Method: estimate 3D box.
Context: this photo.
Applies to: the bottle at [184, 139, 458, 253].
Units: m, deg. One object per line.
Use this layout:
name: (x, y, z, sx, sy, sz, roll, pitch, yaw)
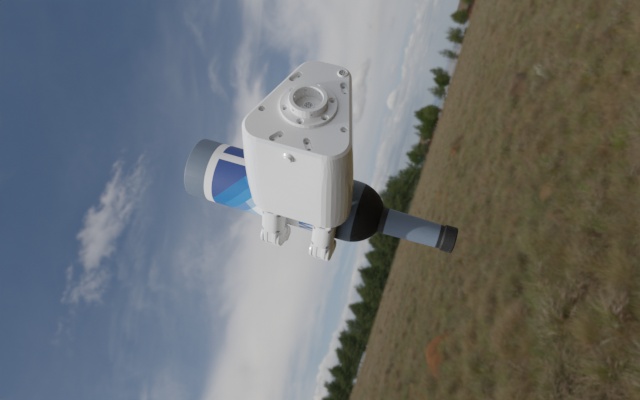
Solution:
bottle: (0.000, 0.002, 0.521, 0.295, 0.069, 0.069, 16, 3, 10)
